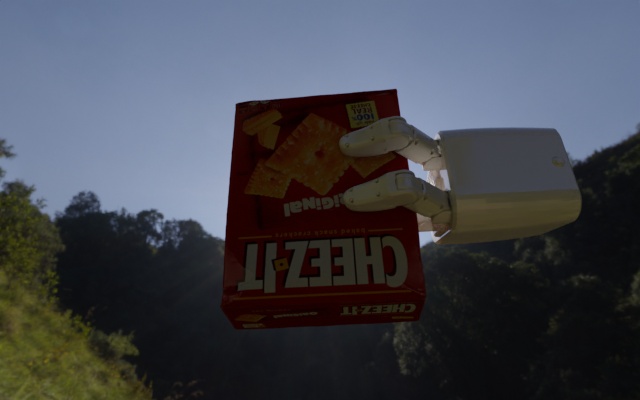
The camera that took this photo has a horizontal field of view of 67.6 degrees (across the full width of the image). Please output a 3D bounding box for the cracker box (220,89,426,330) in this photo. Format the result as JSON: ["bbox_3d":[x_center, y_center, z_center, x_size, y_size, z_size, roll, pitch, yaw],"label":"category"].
[{"bbox_3d":[0.000,0.001,0.441,0.164,0.213,0.072,-4,-30,3],"label":"cracker box"}]
